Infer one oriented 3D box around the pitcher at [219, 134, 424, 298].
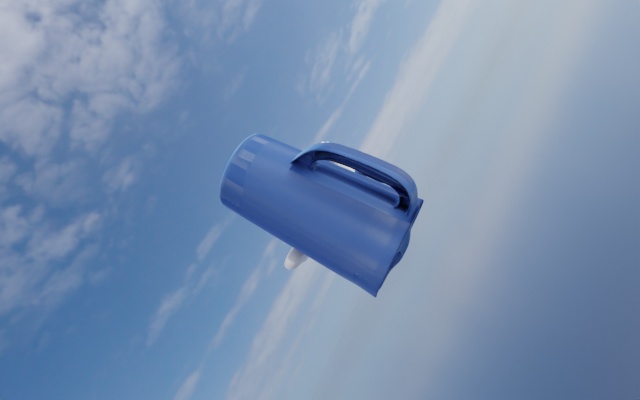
[{"bbox_3d":[0.000,0.002,0.602,0.243,0.149,0.145,27,1,12],"label":"pitcher"}]
